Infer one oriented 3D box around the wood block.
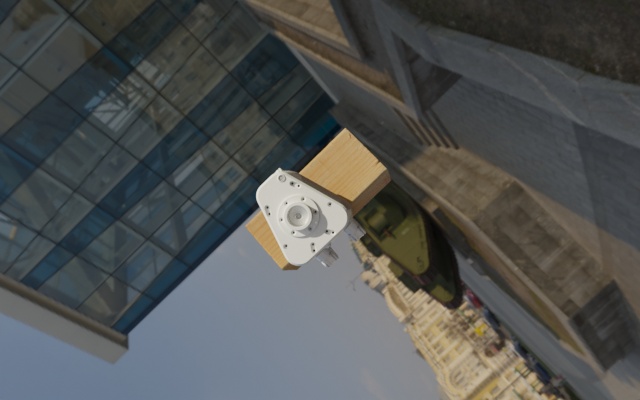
[{"bbox_3d":[0.000,0.002,0.723,0.206,0.091,0.090,-44,-13,4],"label":"wood block"}]
